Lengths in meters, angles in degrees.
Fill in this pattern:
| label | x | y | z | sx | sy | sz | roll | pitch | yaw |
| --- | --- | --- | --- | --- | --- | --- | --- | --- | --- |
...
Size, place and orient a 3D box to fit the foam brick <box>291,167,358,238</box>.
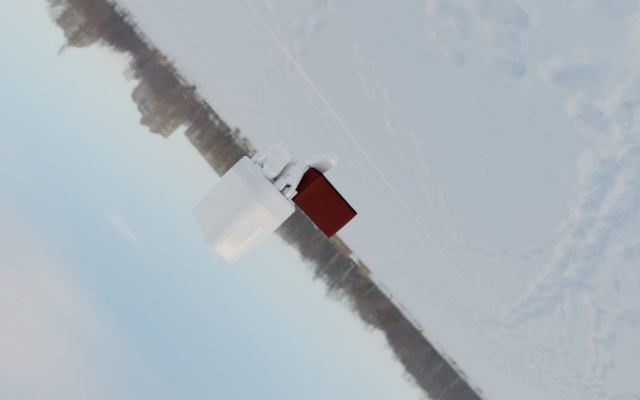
| label | x | y | z | sx | sy | sz | roll | pitch | yaw |
| --- | --- | --- | --- | --- | --- | --- | --- | --- | --- |
| foam brick | 0.000 | 0.002 | 0.638 | 0.078 | 0.051 | 0.053 | 47 | -2 | -21 |
